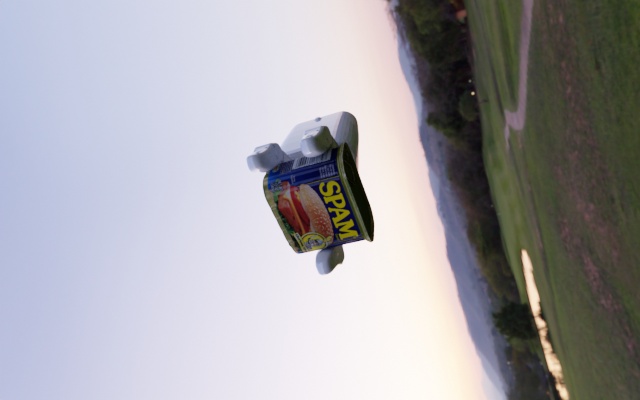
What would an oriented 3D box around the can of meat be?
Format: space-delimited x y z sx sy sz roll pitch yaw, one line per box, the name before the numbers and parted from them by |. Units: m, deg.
can of meat | 0.000 0.002 0.482 0.084 0.102 0.057 -14 31 16
